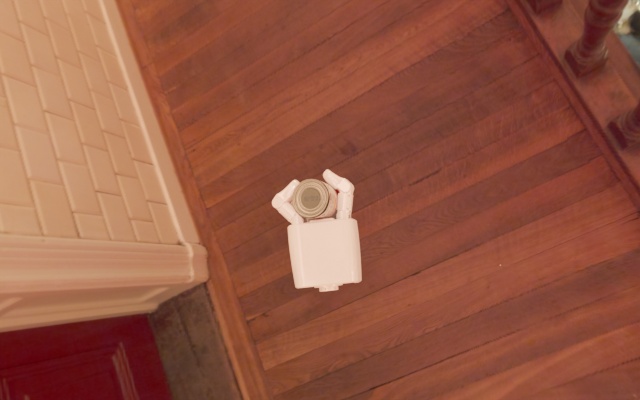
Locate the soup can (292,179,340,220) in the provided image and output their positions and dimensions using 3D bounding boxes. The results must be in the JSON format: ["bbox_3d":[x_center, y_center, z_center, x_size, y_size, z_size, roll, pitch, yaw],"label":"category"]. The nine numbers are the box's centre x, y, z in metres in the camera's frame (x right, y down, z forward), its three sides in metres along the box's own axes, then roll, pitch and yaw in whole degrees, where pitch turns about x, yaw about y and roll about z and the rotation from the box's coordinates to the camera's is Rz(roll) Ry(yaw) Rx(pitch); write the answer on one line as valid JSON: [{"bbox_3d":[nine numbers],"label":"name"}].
[{"bbox_3d":[0.000,0.002,0.827,0.068,0.068,0.102,0,-7,21],"label":"soup can"}]
